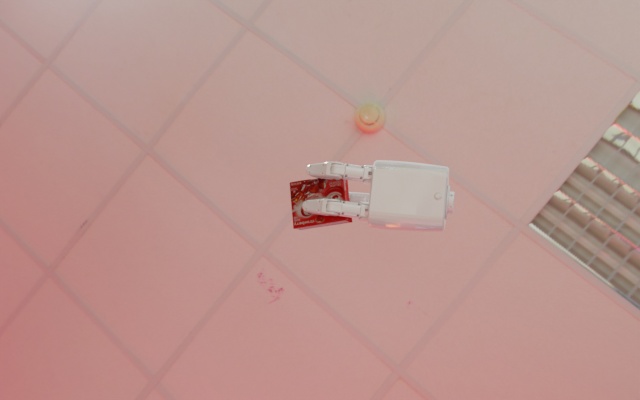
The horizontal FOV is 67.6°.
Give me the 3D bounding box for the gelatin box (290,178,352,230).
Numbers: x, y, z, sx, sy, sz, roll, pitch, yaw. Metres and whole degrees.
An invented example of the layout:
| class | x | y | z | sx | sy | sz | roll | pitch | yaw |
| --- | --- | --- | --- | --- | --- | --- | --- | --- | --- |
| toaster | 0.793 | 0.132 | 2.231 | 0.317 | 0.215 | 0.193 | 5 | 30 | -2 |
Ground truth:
| class | x | y | z | sx | sy | sz | roll | pitch | yaw |
| --- | --- | --- | --- | --- | --- | --- | --- | --- | --- |
| gelatin box | 0.000 | 0.002 | 0.725 | 0.089 | 0.073 | 0.030 | -10 | -12 | 19 |
